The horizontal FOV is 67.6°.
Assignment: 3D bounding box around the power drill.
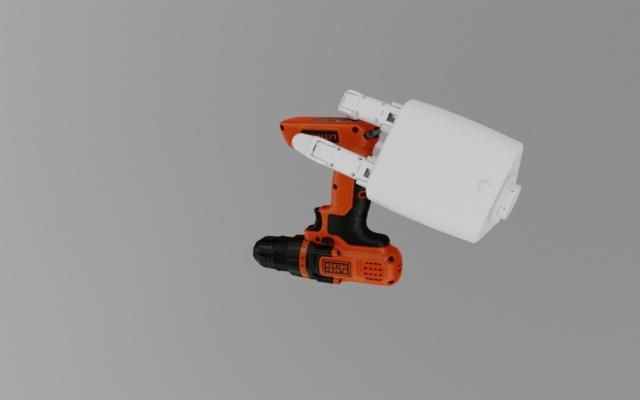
[{"bbox_3d":[0.000,0.001,0.536,0.184,0.188,0.057,3,18,22],"label":"power drill"}]
